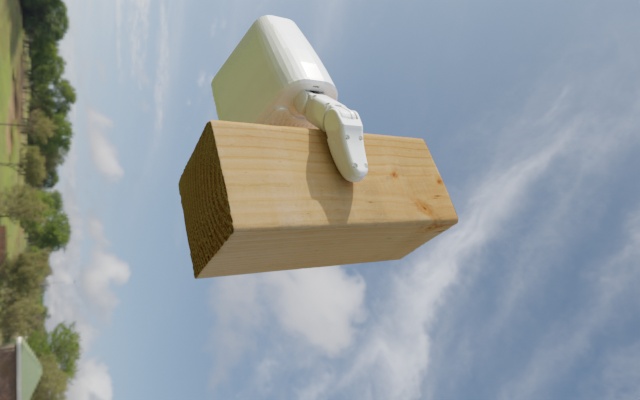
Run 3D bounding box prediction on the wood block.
[{"bbox_3d":[0.000,0.001,0.401,0.206,0.090,0.091,-1,-28,-32],"label":"wood block"}]
